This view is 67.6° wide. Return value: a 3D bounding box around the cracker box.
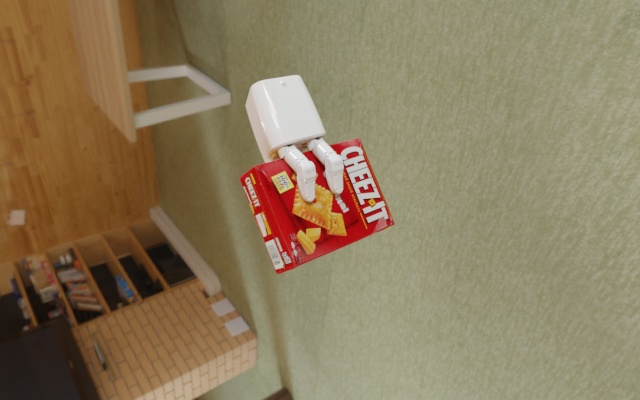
[{"bbox_3d":[0.000,0.003,0.772,0.213,0.164,0.072,-19,-4,-34],"label":"cracker box"}]
